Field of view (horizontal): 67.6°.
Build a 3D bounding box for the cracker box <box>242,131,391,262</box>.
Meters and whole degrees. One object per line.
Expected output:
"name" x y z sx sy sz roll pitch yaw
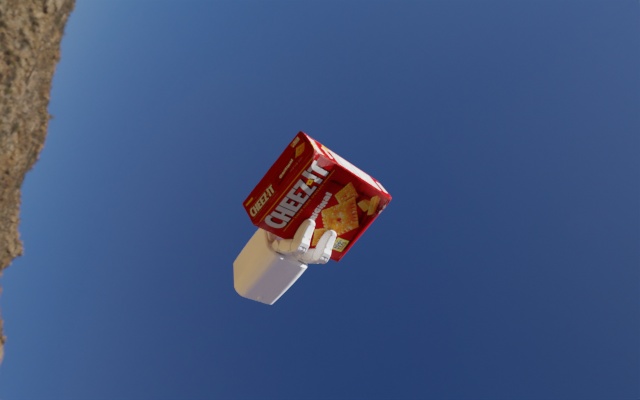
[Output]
"cracker box" 0.000 0.003 0.838 0.214 0.164 0.072 28 17 -40
